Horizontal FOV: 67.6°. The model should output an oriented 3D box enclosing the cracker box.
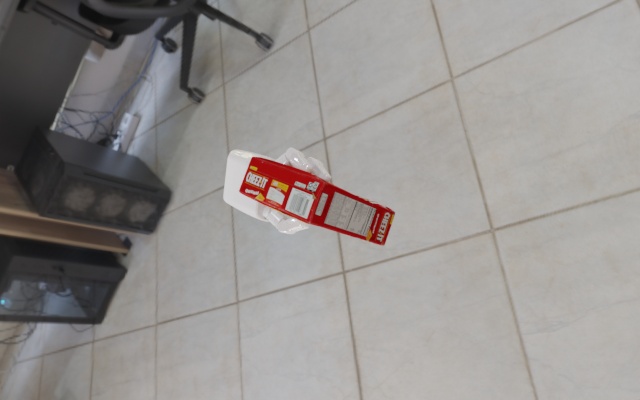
[{"bbox_3d":[0.000,0.003,0.790,0.164,0.072,0.214,21,1,39],"label":"cracker box"}]
